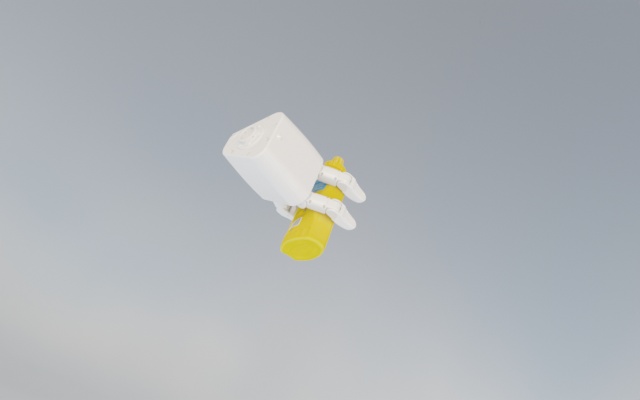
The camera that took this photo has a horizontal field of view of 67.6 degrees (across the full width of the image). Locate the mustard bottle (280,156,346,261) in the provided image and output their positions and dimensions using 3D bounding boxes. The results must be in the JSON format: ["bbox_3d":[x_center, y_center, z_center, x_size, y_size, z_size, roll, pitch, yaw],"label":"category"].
[{"bbox_3d":[0.000,0.003,0.785,0.058,0.191,0.096,33,-33,-16],"label":"mustard bottle"}]
